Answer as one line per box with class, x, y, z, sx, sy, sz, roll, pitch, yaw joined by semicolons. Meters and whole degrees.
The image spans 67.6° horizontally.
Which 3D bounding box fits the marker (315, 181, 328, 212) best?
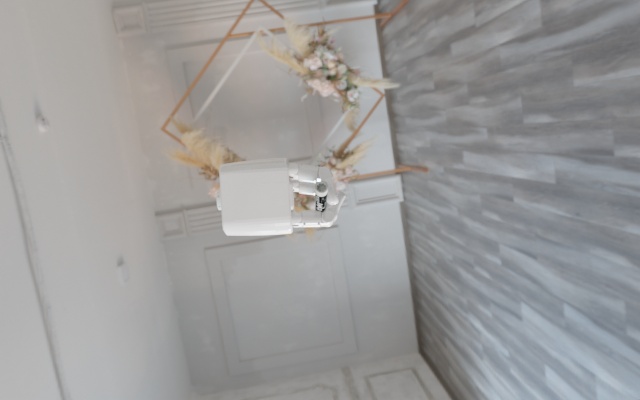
marker;0.000;0.002;0.727;0.020;0.020;0.121;0;-21;-1
